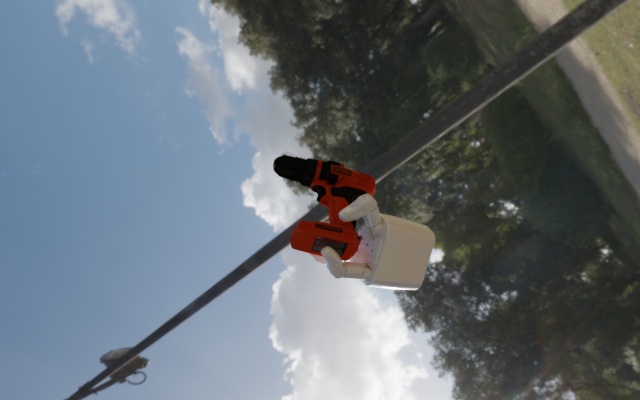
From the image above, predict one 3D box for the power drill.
[{"bbox_3d":[0.000,0.003,0.792,0.184,0.187,0.057,13,-46,-4],"label":"power drill"}]
